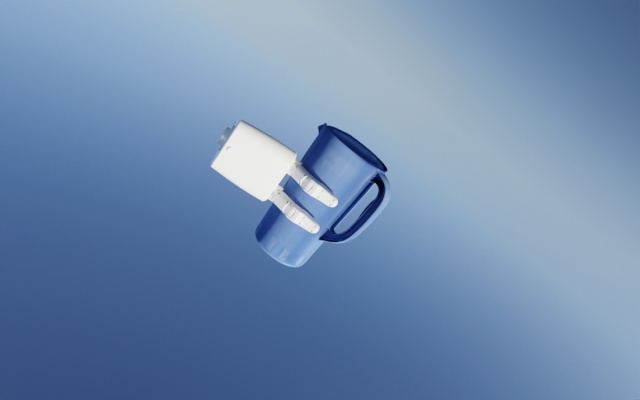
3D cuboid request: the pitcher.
[{"bbox_3d":[0.000,0.003,0.825,0.145,0.243,0.149,32,17,-17],"label":"pitcher"}]
